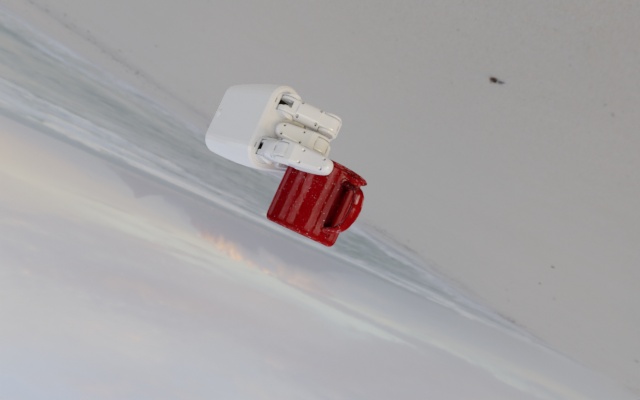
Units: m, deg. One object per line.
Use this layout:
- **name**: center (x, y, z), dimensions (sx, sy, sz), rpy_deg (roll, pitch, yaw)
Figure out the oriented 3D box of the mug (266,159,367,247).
- **mug**: center (0.001, 0.002, 0.513), dimensions (0.093, 0.081, 0.117), rpy_deg (29, -6, -41)
